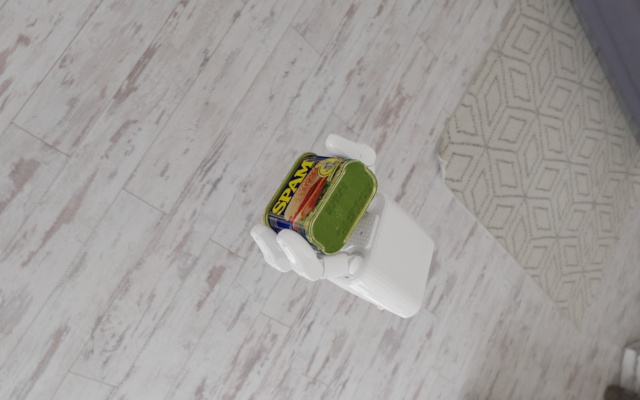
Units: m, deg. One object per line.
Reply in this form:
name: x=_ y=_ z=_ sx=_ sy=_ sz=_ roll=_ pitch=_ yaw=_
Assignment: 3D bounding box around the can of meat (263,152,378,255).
can of meat: x=0.000 y=0.002 z=0.497 sx=0.057 sy=0.102 sz=0.084 roll=41 pitch=-16 yaw=-33
